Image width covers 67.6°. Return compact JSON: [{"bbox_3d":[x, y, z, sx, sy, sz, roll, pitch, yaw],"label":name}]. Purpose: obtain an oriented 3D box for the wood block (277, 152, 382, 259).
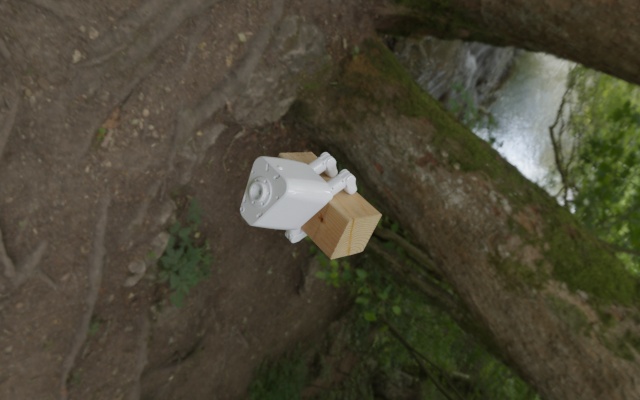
[{"bbox_3d":[0.000,0.003,0.884,0.090,0.091,0.206,-8,42,-44],"label":"wood block"}]
